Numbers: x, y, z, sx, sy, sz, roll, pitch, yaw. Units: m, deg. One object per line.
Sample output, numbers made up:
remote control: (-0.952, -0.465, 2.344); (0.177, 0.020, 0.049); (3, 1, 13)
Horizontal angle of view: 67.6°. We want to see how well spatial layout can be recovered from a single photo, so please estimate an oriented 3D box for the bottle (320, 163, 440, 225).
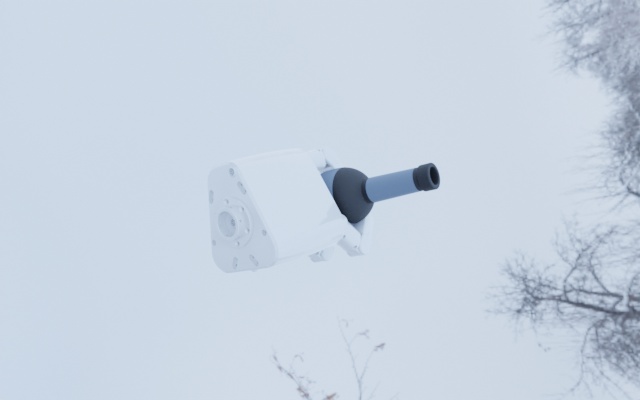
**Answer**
bottle: (0.000, 0.002, 0.564); (0.296, 0.069, 0.069); (-13, -8, 38)
